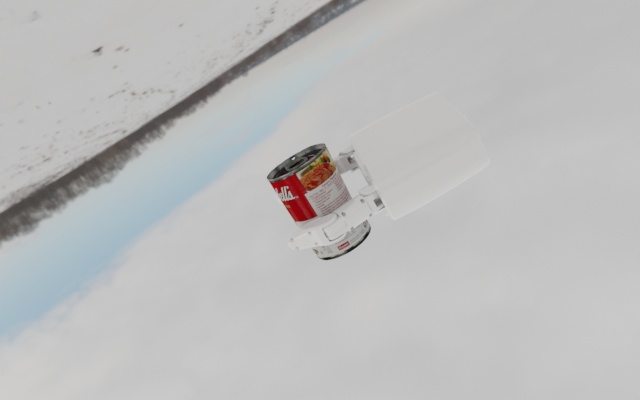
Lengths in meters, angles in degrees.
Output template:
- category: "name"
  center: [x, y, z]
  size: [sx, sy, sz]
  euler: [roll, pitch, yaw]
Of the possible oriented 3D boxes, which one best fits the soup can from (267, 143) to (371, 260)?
- category: "soup can"
  center: [0.000, 0.002, 0.492]
  size: [0.068, 0.102, 0.068]
  euler: [-28, 18, 10]
